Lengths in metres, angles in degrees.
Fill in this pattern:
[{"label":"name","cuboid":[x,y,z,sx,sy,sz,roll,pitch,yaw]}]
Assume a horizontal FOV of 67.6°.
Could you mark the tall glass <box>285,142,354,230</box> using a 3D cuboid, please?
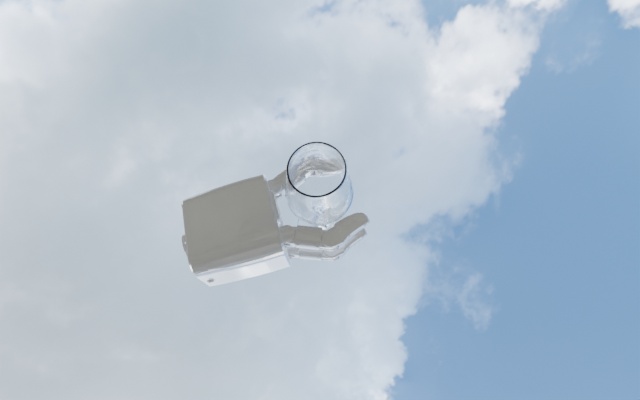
[{"label":"tall glass","cuboid":[0.000,0.002,0.576,0.079,0.079,0.201,0,-20,2]}]
